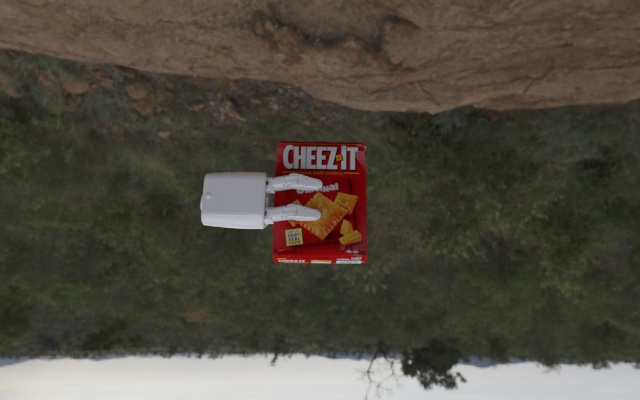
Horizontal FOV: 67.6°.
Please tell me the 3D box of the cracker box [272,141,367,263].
[{"bbox_3d":[0.000,0.003,0.856,0.164,0.213,0.072,1,-17,-1],"label":"cracker box"}]
